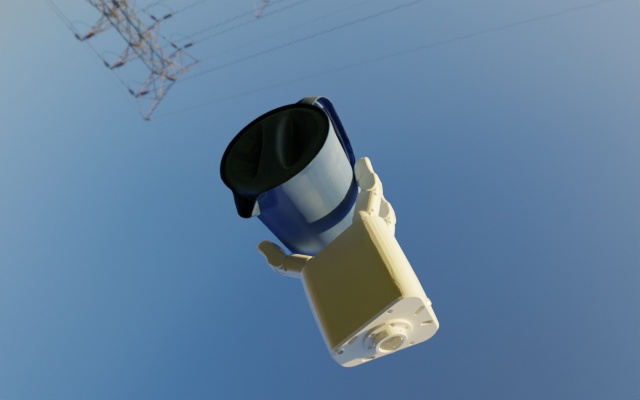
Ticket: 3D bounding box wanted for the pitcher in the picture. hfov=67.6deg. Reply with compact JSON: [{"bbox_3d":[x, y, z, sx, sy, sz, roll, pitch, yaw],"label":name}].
[{"bbox_3d":[0.000,0.002,0.593,0.149,0.243,0.145,-31,43,3],"label":"pitcher"}]
